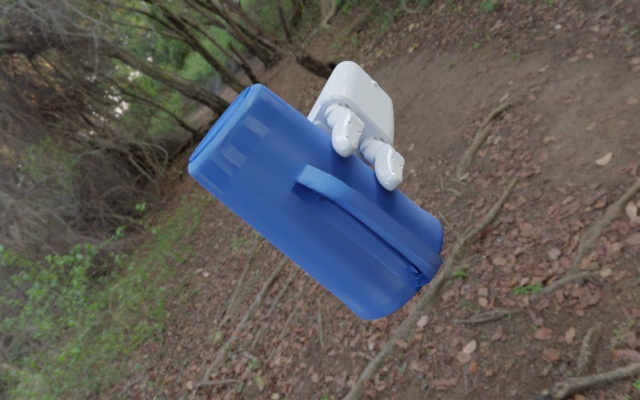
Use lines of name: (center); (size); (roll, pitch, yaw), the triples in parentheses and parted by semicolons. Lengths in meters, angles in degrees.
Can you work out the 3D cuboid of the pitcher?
pitcher: (0.000, 0.001, 0.468); (0.243, 0.145, 0.149); (39, -55, -18)
